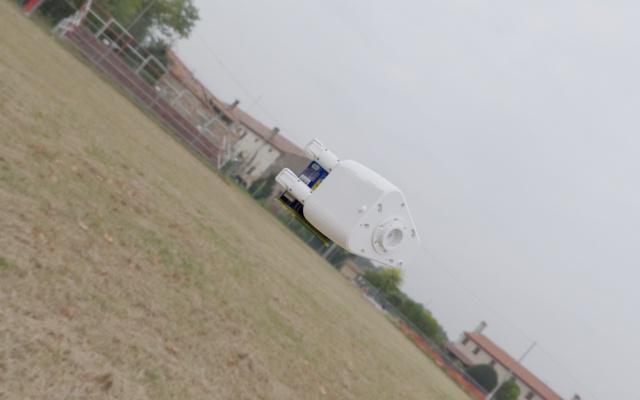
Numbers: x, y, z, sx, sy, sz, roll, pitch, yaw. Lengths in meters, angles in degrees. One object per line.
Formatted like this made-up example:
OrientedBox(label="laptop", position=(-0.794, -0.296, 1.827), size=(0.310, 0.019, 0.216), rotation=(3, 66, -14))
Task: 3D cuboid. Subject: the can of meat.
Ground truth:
OrientedBox(label="can of meat", position=(0.000, 0.002, 0.682), size=(0.102, 0.084, 0.057), rotation=(44, -4, -32))
